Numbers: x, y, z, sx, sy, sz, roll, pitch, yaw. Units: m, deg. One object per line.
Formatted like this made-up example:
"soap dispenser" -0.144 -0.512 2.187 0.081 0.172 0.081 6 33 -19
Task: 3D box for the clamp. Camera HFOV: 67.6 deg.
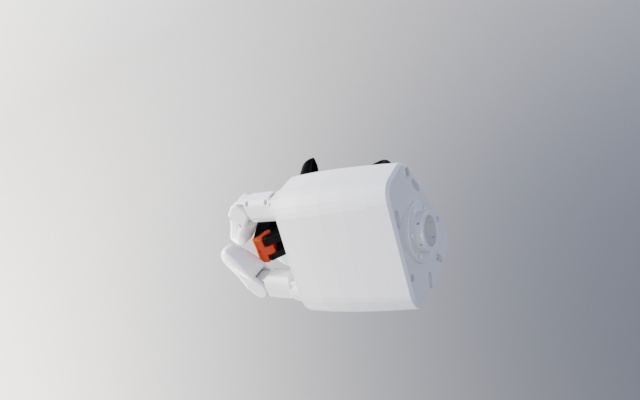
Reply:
"clamp" 0.000 0.001 0.494 0.120 0.039 0.171 -6 32 35
